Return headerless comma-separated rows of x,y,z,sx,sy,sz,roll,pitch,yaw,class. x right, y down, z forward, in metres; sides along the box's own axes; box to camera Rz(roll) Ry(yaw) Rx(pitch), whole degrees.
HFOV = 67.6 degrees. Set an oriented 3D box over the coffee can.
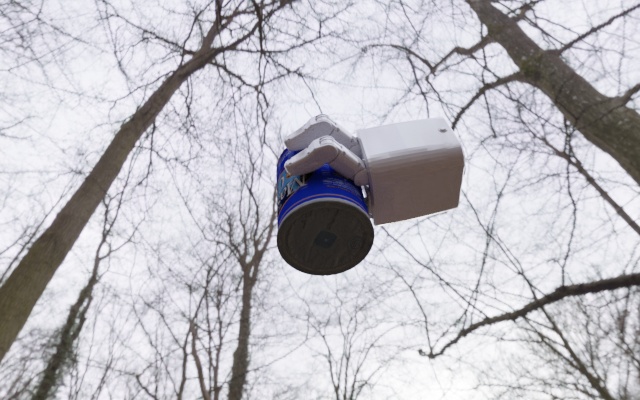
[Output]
0.000,0.002,0.552,0.103,0.103,0.140,0,36,-6,coffee can
